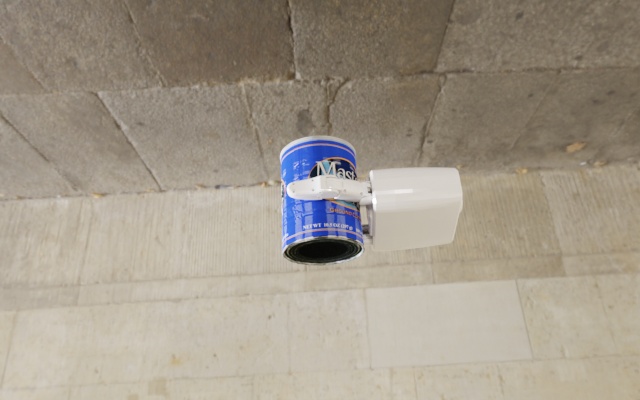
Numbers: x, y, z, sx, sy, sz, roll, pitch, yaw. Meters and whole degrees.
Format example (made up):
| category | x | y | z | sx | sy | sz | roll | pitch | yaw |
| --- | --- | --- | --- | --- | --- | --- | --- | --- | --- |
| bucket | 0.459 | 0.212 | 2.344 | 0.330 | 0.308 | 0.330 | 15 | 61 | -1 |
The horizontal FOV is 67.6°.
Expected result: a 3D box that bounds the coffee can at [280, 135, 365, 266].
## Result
| category | x | y | z | sx | sy | sz | roll | pitch | yaw |
| --- | --- | --- | --- | --- | --- | --- | --- | --- | --- |
| coffee can | 0.000 | 0.002 | 0.619 | 0.103 | 0.140 | 0.103 | -3 | -25 | -1 |
